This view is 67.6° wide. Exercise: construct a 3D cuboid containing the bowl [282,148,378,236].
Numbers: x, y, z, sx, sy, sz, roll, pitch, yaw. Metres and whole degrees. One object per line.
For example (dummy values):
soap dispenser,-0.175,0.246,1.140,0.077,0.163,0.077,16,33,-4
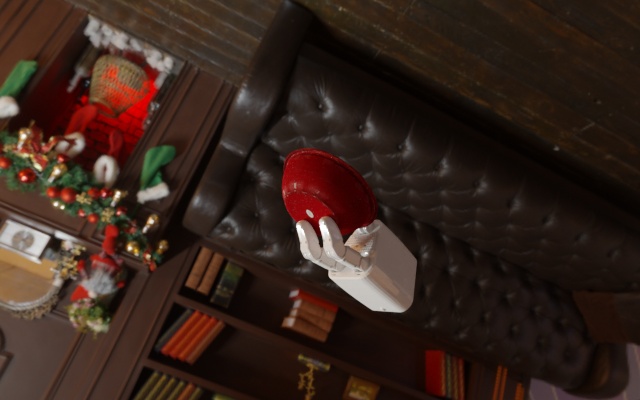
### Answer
bowl,-0.001,0.002,0.702,0.162,0.162,0.055,0,42,44
